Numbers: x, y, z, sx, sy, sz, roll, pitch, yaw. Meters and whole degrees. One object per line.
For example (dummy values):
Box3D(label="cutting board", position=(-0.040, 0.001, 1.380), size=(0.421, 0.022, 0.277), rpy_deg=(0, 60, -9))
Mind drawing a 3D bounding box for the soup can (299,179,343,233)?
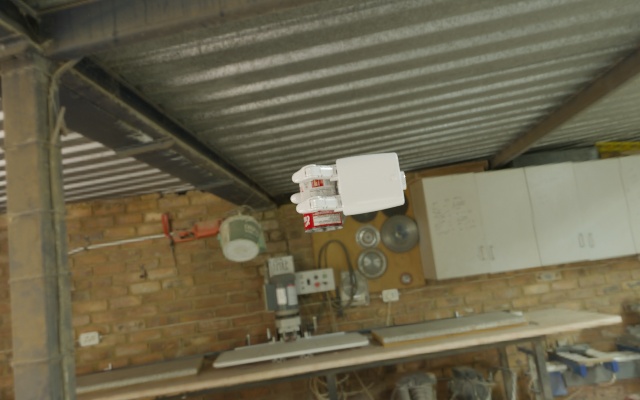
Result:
Box3D(label="soup can", position=(0.000, 0.003, 0.856), size=(0.068, 0.102, 0.068), rpy_deg=(-8, -8, -1))
